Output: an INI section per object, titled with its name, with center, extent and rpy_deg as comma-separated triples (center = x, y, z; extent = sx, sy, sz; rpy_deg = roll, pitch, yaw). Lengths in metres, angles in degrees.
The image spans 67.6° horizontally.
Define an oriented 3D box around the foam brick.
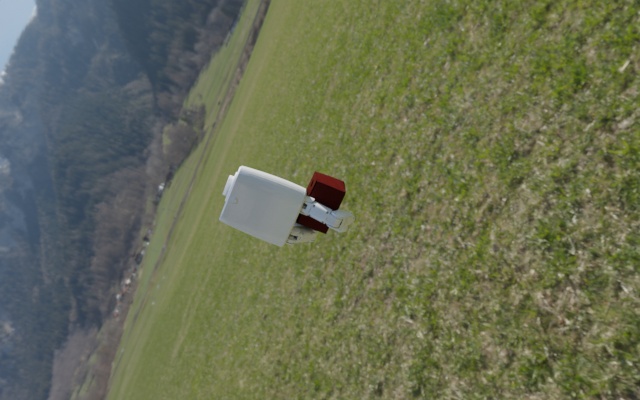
[foam brick]
center = 0.000, 0.002, 0.748
extent = 0.051, 0.078, 0.053
rpy_deg = 22, 18, -9
